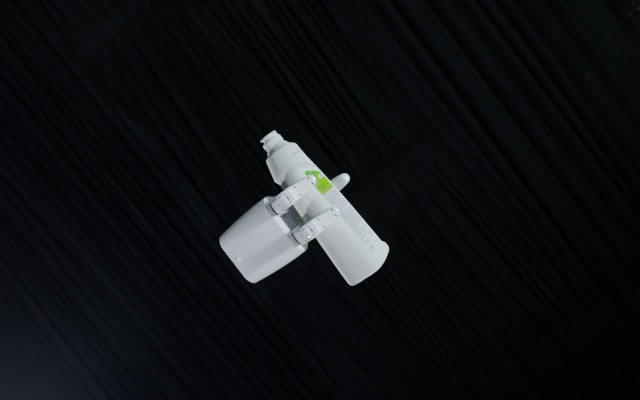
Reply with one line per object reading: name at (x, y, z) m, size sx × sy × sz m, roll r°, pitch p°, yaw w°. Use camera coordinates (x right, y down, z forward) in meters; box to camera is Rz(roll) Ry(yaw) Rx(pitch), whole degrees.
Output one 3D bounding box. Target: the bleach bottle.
bleach bottle at (0.000, 0.002, 0.720) m, size 0.068 × 0.251 × 0.102 m, roll -37°, pitch 1°, yaw 20°
